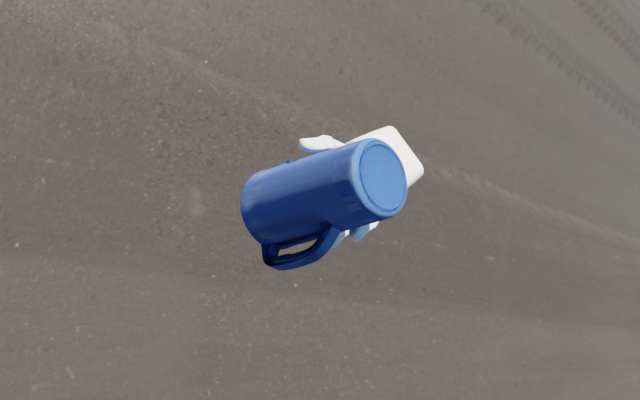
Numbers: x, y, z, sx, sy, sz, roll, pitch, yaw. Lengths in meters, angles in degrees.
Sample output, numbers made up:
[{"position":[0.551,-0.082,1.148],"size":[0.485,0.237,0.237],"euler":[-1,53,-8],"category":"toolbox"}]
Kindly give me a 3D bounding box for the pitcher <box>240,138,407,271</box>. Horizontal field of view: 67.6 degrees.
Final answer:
[{"position":[0.000,0.002,0.692],"size":[0.243,0.149,0.145],"euler":[-16,9,47],"category":"pitcher"}]
